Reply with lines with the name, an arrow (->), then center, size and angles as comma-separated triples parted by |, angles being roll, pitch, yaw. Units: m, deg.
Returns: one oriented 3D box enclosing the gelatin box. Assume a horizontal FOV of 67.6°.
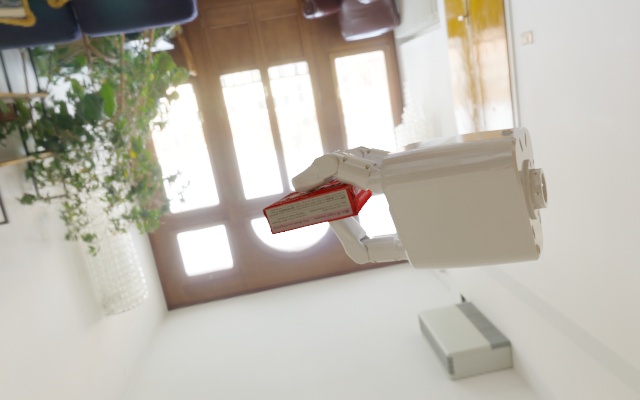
gelatin box -> 0.000, 0.002, 0.460 | 0.089, 0.030, 0.073 | -15, 8, 20
